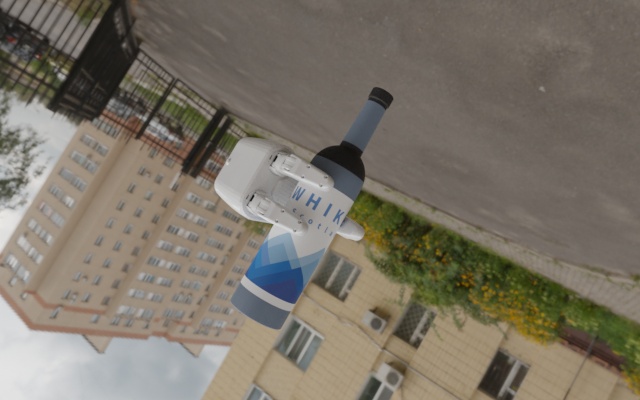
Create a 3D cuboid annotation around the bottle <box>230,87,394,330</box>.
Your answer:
[{"bbox_3d":[0.000,0.002,0.549,0.069,0.295,0.069,30,-3,2],"label":"bottle"}]
